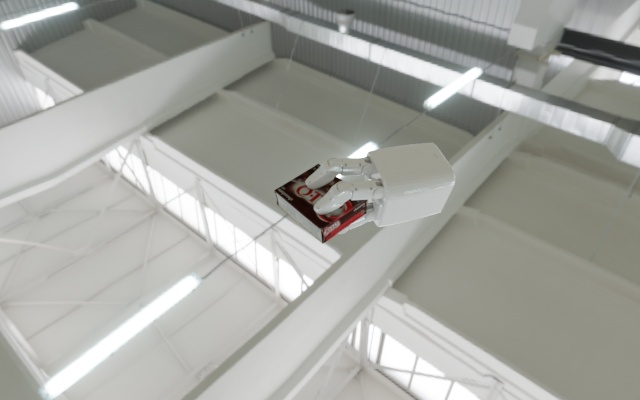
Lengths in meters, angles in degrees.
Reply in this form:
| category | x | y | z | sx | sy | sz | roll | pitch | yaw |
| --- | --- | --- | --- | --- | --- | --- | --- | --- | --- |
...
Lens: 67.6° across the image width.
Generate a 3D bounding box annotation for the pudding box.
| category | x | y | z | sx | sy | sz | roll | pitch | yaw |
| --- | --- | --- | --- | --- | --- | --- | --- | --- | --- |
| pudding box | 0.000 | 0.002 | 0.716 | 0.090 | 0.039 | 0.113 | -33 | 49 | -27 |
